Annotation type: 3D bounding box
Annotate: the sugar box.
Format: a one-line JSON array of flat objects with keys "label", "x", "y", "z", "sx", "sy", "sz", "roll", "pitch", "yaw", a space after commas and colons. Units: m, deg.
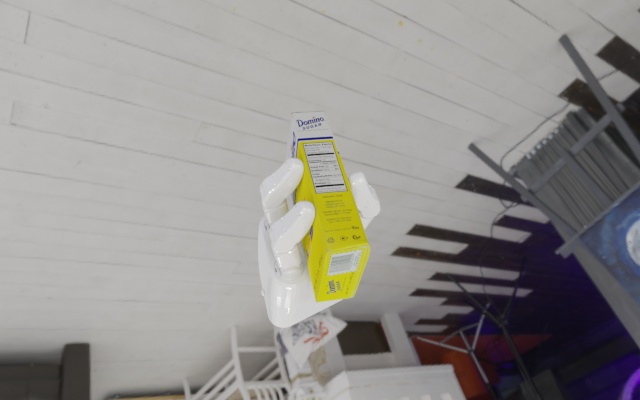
[{"label": "sugar box", "x": 0.000, "y": 0.002, "z": 0.482, "sx": 0.048, "sy": 0.176, "sz": 0.093, "roll": -7, "pitch": -38, "yaw": -15}]
